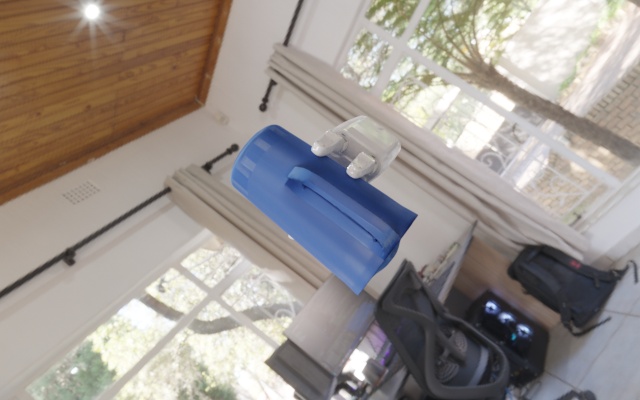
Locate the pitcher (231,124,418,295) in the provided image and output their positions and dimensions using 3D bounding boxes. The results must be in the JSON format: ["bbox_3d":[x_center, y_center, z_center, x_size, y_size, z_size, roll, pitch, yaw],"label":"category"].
[{"bbox_3d":[0.000,0.002,0.641,0.243,0.149,0.145,37,36,9],"label":"pitcher"}]
